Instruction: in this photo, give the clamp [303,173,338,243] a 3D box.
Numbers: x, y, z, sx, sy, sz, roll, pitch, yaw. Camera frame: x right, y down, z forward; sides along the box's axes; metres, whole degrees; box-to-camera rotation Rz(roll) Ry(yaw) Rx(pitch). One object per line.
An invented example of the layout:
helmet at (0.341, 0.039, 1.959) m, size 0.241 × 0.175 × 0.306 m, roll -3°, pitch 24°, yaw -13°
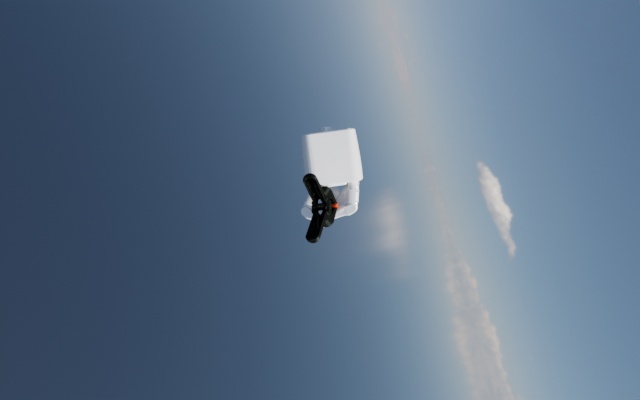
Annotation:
clamp at (0.001, 0.003, 0.891) m, size 0.039 × 0.120 × 0.171 m, roll 3°, pitch 10°, yaw 11°
